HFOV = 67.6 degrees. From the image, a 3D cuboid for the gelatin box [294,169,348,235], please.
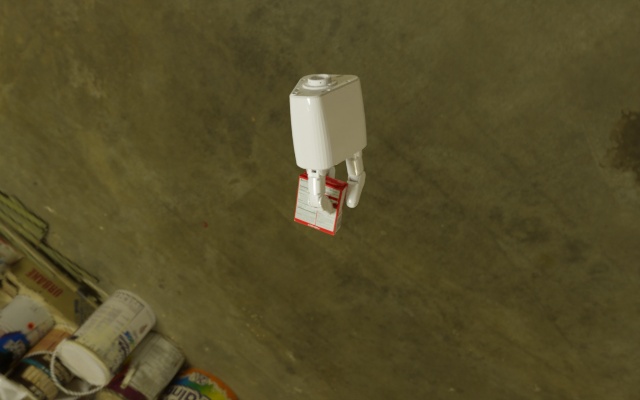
[{"bbox_3d":[0.000,0.003,0.763,0.073,0.089,0.030,19,33,17],"label":"gelatin box"}]
